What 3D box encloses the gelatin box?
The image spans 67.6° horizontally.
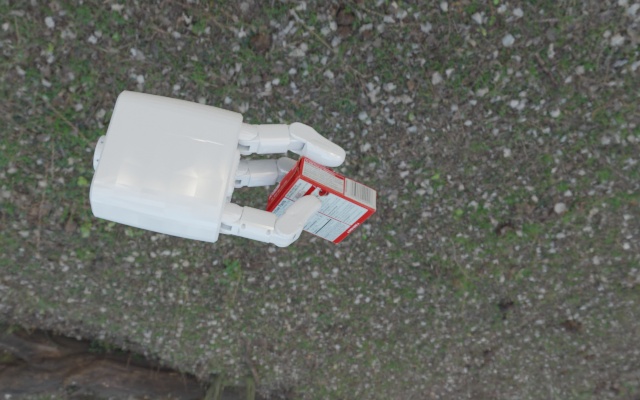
[{"bbox_3d":[0.000,0.002,0.480,0.089,0.030,0.073,24,-42,-19],"label":"gelatin box"}]
